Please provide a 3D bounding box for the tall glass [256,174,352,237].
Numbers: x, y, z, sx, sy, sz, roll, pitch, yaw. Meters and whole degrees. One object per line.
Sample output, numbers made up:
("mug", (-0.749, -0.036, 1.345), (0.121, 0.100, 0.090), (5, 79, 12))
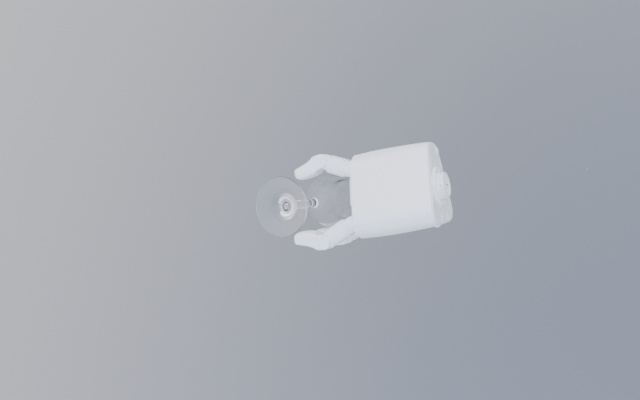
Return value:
("tall glass", (0.000, 0.002, 0.668), (0.079, 0.079, 0.201), (0, 3, 29))
